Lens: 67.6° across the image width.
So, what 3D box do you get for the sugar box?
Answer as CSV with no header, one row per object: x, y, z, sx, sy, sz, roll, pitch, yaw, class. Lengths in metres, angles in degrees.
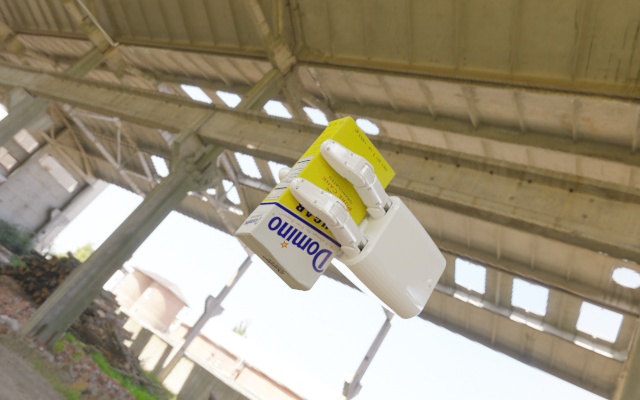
0.001,0.002,0.518,0.093,0.176,0.048,47,-27,-21,sugar box
